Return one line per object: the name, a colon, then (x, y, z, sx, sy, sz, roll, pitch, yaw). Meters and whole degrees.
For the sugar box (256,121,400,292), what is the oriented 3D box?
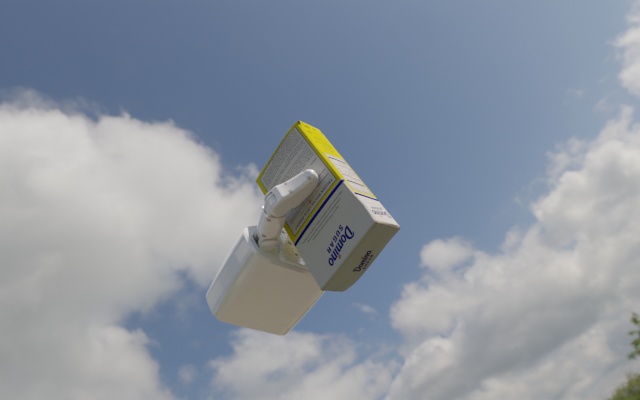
sugar box: (0.000, 0.002, 0.508, 0.048, 0.093, 0.176, 13, 31, -45)
